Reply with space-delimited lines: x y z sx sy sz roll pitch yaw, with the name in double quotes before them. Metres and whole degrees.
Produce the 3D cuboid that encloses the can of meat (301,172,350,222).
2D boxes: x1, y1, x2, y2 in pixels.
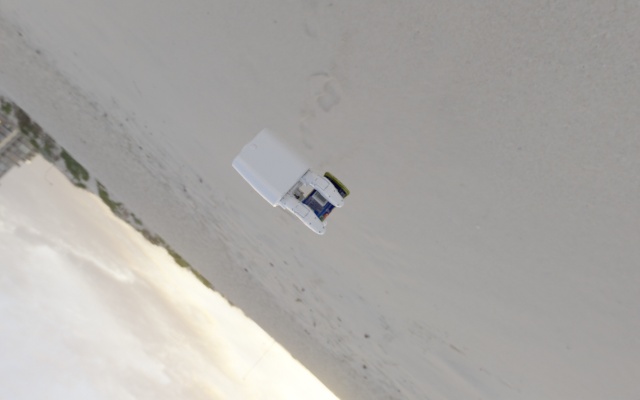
"can of meat" 0.000 0.003 0.858 0.057 0.084 0.102 42 -9 0
